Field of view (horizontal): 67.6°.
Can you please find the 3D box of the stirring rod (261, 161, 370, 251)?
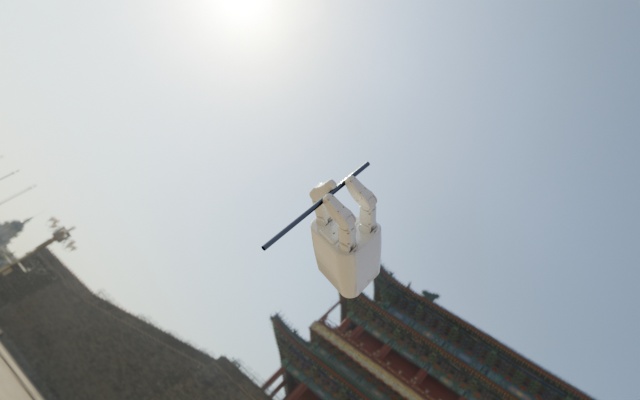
[{"bbox_3d":[0.000,0.002,0.714,0.011,0.011,0.239,0,31,49],"label":"stirring rod"}]
